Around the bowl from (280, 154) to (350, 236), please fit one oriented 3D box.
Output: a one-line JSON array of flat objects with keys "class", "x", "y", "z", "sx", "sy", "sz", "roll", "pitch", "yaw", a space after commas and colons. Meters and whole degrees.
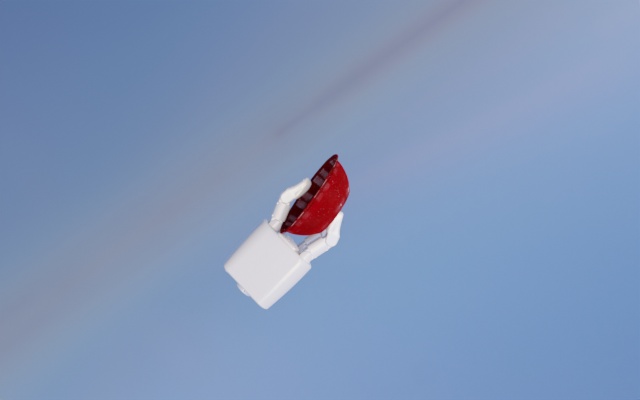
[{"class": "bowl", "x": 0.001, "y": 0.002, "z": 0.797, "sx": 0.055, "sy": 0.162, "sz": 0.162, "roll": 35, "pitch": -7, "yaw": -9}]
